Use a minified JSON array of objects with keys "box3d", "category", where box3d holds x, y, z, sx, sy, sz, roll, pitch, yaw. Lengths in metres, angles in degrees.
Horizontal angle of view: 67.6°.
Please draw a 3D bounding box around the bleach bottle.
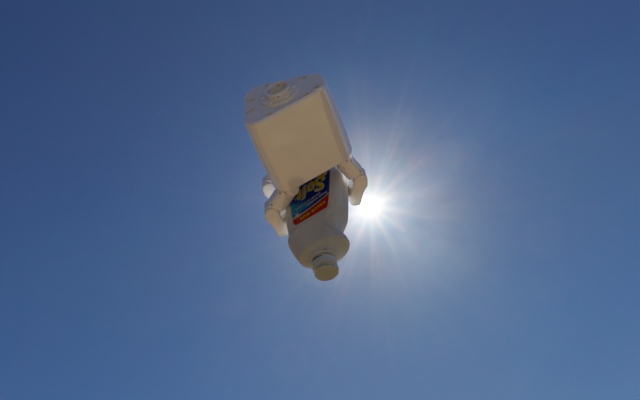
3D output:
[{"box3d":[0.000,0.002,0.654,0.102,0.068,0.250,-19,40,8],"category":"bleach bottle"}]
